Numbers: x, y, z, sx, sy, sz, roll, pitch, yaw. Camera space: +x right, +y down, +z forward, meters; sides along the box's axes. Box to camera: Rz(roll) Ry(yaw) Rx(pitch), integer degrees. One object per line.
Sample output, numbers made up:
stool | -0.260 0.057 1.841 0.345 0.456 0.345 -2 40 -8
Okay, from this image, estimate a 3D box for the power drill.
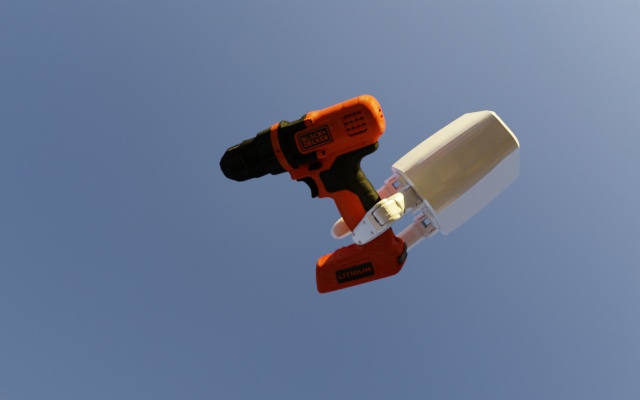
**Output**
power drill | 0.001 0.002 0.509 0.184 0.188 0.057 -17 13 20
